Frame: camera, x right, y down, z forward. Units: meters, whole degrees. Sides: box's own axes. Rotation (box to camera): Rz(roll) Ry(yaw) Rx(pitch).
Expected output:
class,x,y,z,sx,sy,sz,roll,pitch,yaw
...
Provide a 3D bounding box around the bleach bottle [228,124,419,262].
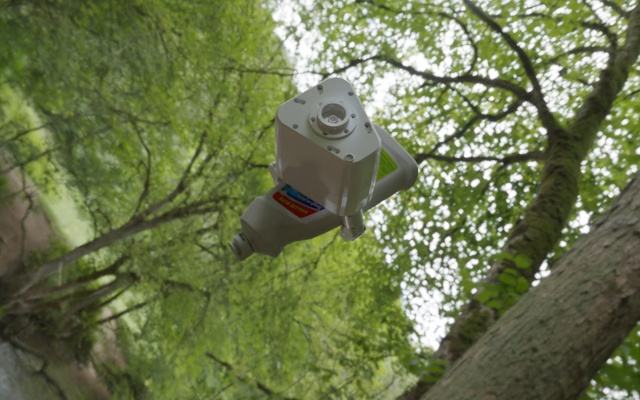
class,x,y,z,sx,sy,sz,roll,pitch,yaw
bleach bottle,0.000,0.002,0.612,0.251,0.102,0.068,-34,-21,-18
